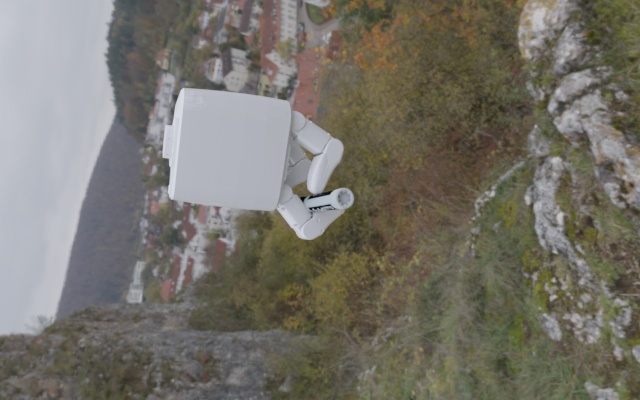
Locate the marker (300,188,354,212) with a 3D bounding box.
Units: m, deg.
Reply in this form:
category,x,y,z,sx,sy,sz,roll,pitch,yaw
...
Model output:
category,x,y,z,sx,sy,sz,roll,pitch,yaw
marker,0.000,0.002,0.485,0.020,0.020,0.121,0,-3,-21
